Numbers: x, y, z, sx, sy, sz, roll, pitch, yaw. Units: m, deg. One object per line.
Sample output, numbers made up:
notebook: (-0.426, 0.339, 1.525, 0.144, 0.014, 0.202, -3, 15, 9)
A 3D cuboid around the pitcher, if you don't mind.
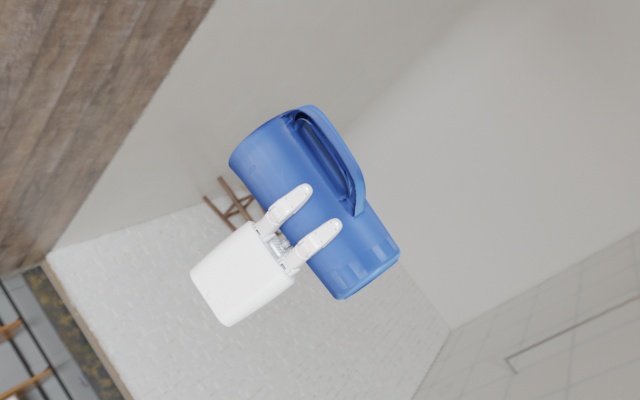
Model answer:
pitcher: (0.000, 0.002, 0.633, 0.145, 0.243, 0.149, -37, -8, 5)
